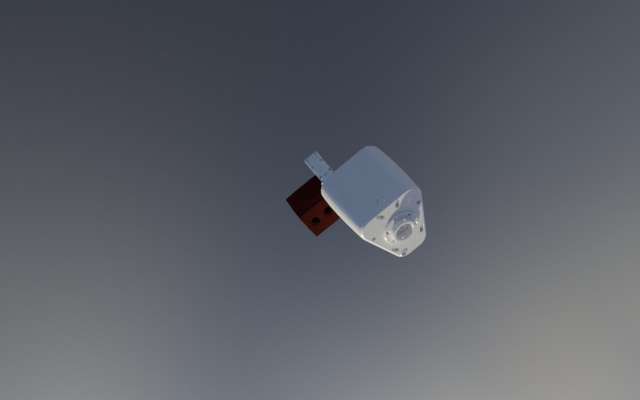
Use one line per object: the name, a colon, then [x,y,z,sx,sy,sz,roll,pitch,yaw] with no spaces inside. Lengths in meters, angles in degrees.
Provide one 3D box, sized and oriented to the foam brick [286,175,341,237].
foam brick: [0.000,0.002,0.692,0.053,0.078,0.051,50,1,-43]
